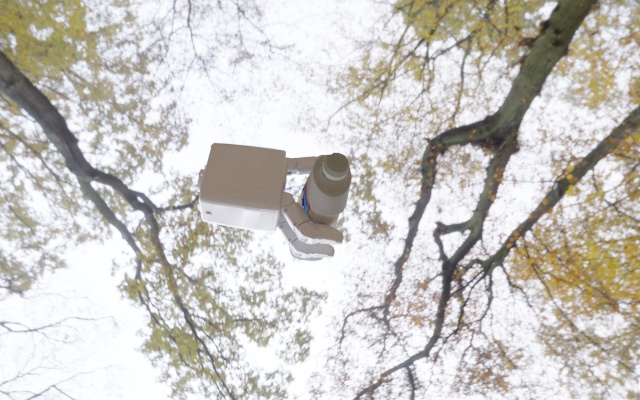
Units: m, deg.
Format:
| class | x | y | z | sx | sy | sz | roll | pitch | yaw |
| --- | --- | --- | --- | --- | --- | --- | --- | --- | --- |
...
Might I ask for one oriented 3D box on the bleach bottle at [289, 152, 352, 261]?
| class | x | y | z | sx | sy | sz | roll | pitch | yaw |
| --- | --- | --- | --- | --- | --- | --- | --- | --- | --- |
| bleach bottle | 0.000 | 0.002 | 0.677 | 0.068 | 0.102 | 0.251 | 6 | -27 | -7 |
